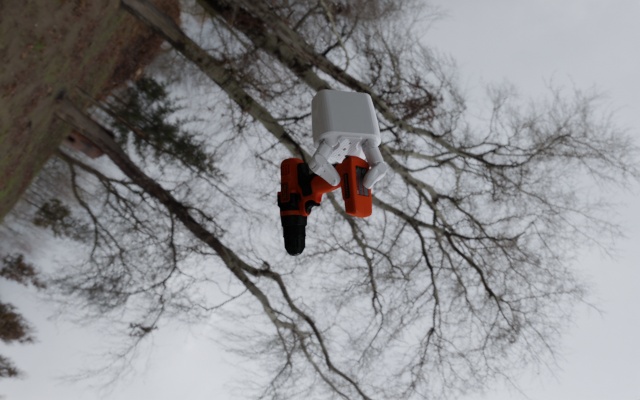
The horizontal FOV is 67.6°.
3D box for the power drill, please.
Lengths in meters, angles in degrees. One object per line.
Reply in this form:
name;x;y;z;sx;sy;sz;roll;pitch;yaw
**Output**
power drill;0.001;0.002;0.850;0.187;0.184;0.057;-9;-9;38
